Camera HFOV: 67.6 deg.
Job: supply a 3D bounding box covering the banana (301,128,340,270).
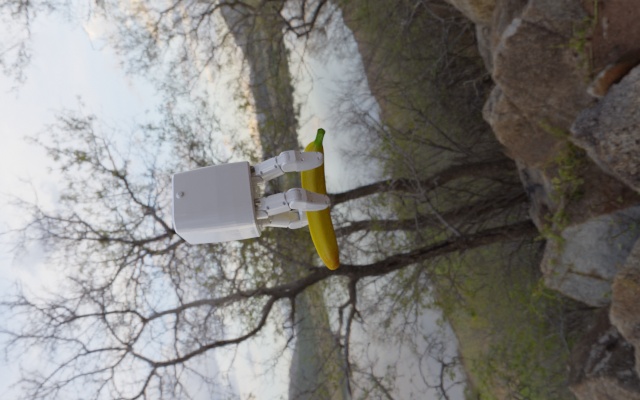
[{"bbox_3d":[-0.003,0.001,0.686,0.037,0.198,0.069,-6,-6,-10],"label":"banana"}]
